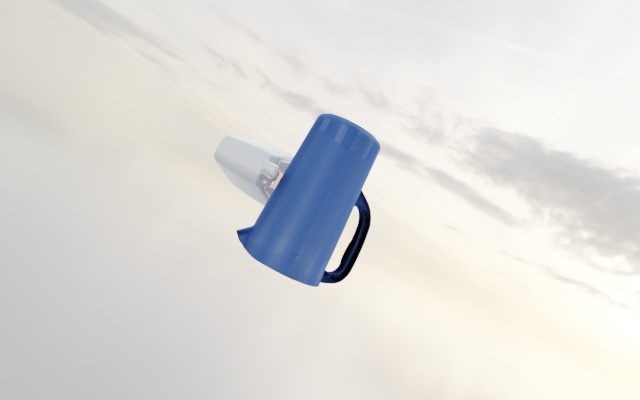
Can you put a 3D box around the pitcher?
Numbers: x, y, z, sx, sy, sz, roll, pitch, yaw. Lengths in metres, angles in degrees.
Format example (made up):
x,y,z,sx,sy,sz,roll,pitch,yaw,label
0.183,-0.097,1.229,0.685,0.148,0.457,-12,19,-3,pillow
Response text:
x,y,z,sx,sy,sz,roll,pitch,yaw,label
0.000,0.002,0.725,0.145,0.243,0.149,27,-1,28,pitcher
